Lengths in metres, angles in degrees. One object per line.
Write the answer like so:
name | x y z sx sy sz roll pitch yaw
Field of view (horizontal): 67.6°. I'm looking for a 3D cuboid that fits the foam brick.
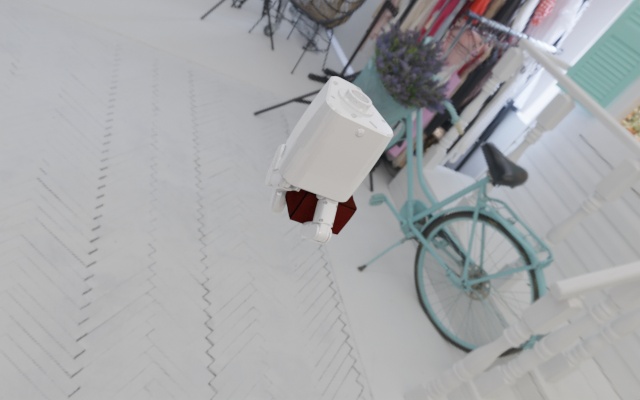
foam brick | 0.000 0.002 0.633 0.078 0.051 0.053 20 33 -27
